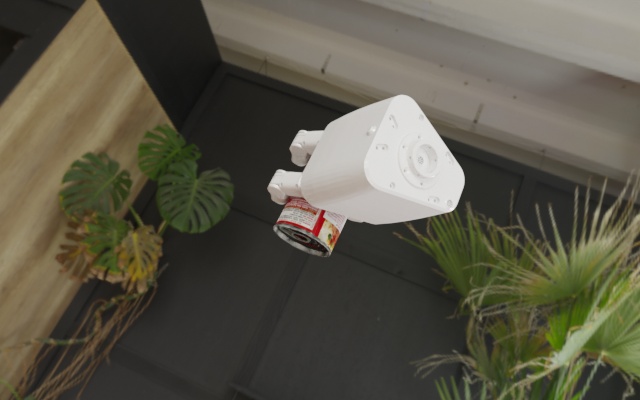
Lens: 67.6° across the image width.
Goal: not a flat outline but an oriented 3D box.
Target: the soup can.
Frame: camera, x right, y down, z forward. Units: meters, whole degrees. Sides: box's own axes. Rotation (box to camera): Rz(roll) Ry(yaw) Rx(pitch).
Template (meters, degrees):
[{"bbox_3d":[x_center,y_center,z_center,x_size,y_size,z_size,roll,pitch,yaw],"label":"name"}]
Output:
[{"bbox_3d":[0.000,0.002,0.530,0.068,0.102,0.068,22,-20,9],"label":"soup can"}]
